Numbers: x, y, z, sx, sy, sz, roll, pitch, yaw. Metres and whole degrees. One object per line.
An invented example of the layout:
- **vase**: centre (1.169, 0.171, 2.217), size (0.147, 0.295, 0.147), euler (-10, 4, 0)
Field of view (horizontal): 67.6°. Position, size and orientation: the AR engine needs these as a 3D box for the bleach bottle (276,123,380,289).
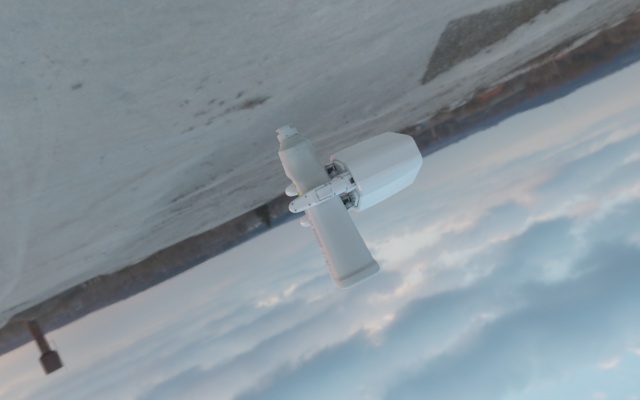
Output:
- **bleach bottle**: centre (0.000, 0.002, 0.710), size (0.068, 0.251, 0.102), euler (-26, 0, -8)
